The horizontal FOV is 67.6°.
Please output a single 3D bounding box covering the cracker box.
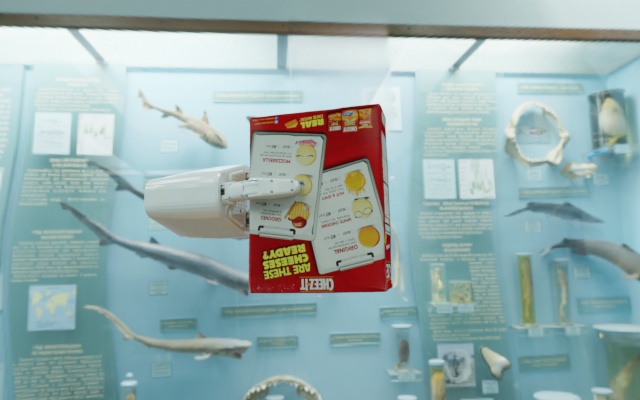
[{"bbox_3d":[0.000,0.002,0.578,0.164,0.213,0.072,-3,-8,16],"label":"cracker box"}]
